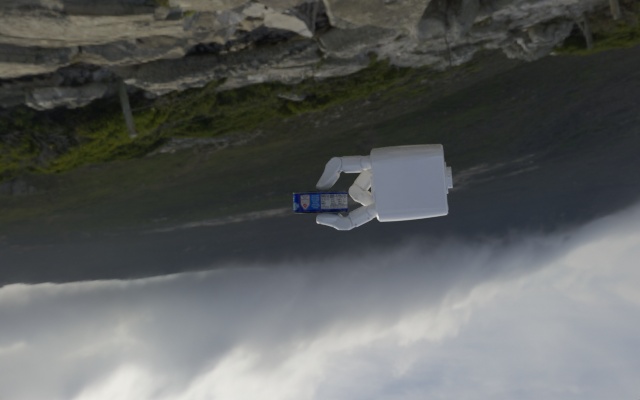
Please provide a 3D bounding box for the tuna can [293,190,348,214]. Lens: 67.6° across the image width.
[{"bbox_3d":[0.000,0.003,0.743,0.086,0.034,0.086,-2,0,0],"label":"tuna can"}]
